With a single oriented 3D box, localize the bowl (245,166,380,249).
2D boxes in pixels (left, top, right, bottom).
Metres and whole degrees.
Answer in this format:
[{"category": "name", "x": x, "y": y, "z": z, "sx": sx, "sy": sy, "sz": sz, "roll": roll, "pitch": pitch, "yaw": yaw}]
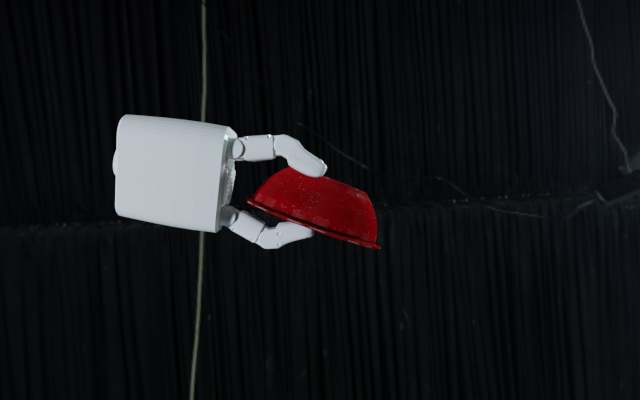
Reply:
[{"category": "bowl", "x": 0.001, "y": 0.002, "z": 0.539, "sx": 0.162, "sy": 0.055, "sz": 0.162, "roll": 20, "pitch": 1, "yaw": 0}]
